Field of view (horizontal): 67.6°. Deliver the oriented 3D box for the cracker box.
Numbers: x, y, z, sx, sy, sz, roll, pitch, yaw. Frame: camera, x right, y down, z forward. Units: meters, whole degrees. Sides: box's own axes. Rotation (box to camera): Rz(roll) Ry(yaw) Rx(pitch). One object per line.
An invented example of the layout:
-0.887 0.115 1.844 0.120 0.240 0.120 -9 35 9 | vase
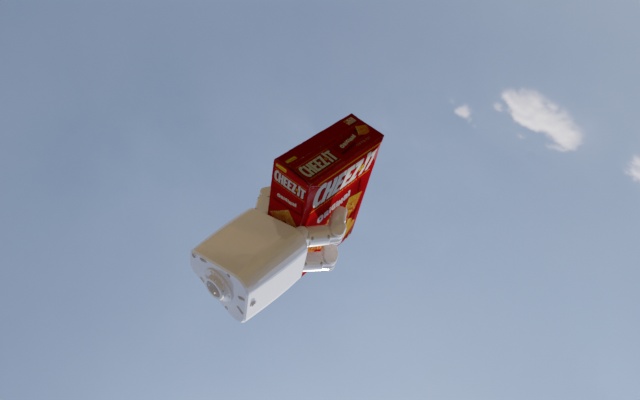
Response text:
0.000 0.002 0.700 0.072 0.214 0.164 36 49 21 | cracker box
